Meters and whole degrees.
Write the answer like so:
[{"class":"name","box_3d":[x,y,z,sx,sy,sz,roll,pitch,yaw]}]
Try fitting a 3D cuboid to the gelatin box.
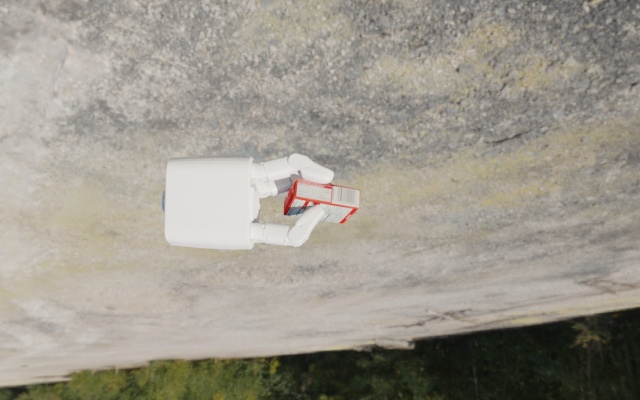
[{"class":"gelatin box","box_3d":[0.000,0.003,0.636,0.089,0.030,0.073,10,-21,-11]}]
